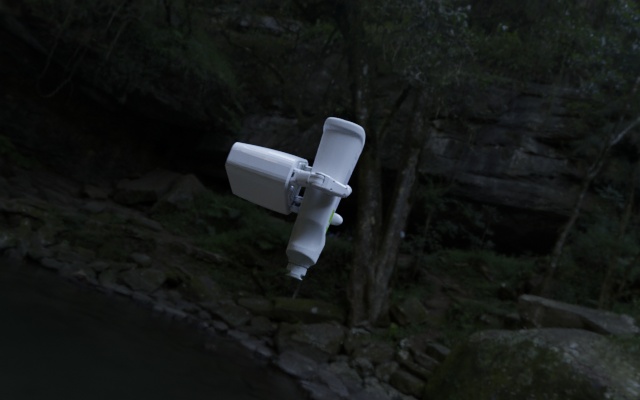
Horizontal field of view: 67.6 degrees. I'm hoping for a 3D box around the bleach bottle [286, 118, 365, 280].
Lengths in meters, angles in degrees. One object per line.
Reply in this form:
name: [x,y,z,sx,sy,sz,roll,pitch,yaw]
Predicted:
bleach bottle: [0.000,0.002,0.760,0.068,0.250,0.102,19,-11,9]
